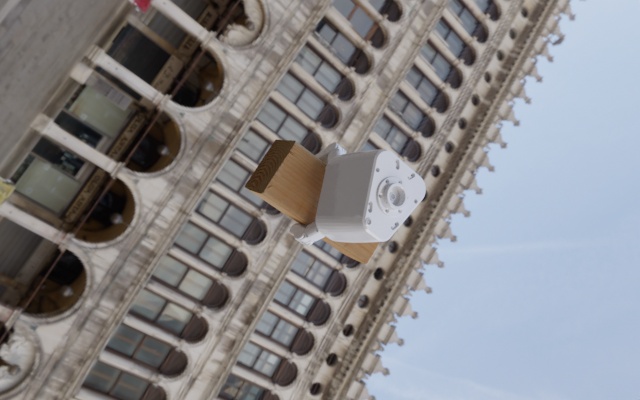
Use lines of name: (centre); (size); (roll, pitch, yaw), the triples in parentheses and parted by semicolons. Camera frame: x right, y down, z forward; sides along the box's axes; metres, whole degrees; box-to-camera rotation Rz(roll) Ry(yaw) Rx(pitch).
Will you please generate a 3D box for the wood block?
wood block: (0.000, 0.003, 0.736); (0.206, 0.091, 0.090); (36, -8, -25)
